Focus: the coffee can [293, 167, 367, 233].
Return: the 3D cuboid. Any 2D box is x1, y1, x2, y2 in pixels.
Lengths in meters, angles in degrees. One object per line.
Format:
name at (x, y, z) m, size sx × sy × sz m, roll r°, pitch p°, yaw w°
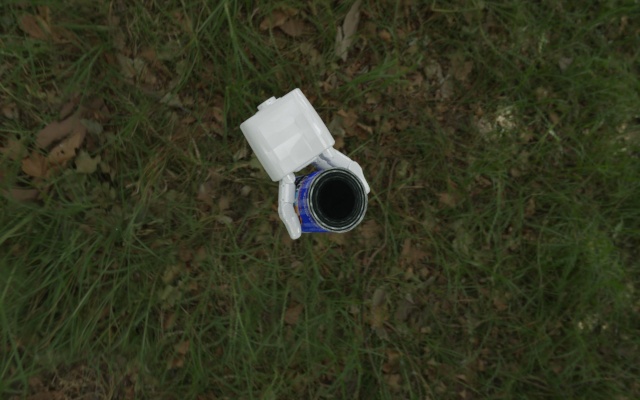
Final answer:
coffee can at (0.000, 0.003, 0.795) m, size 0.103 × 0.103 × 0.140 m, roll 0°, pitch -3°, yaw -23°
